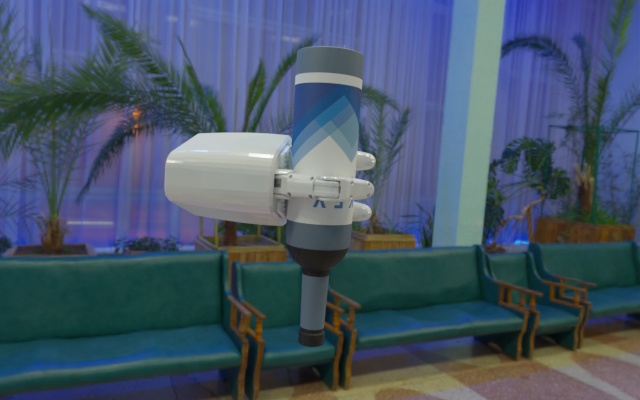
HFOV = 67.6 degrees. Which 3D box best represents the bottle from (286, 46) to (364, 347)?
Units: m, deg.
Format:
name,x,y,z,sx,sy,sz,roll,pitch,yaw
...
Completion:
name,x,y,z,sx,sy,sz,roll,pitch,yaw
bottle,0.000,0.001,0.485,0.069,0.296,0.069,4,5,0
